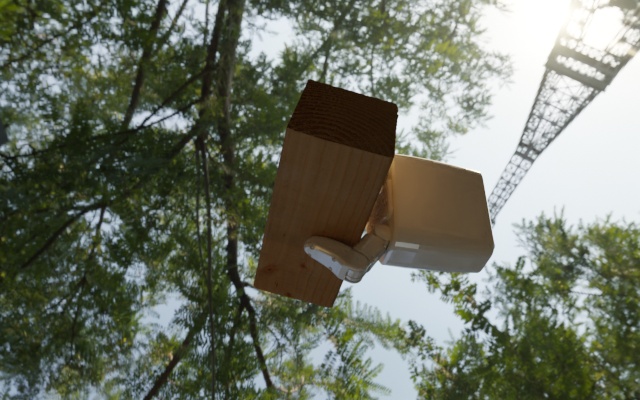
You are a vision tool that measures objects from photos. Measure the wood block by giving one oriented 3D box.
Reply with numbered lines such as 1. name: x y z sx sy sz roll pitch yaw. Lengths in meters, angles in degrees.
1. wood block: 0.000 0.002 0.472 0.090 0.206 0.090 16 40 -1
